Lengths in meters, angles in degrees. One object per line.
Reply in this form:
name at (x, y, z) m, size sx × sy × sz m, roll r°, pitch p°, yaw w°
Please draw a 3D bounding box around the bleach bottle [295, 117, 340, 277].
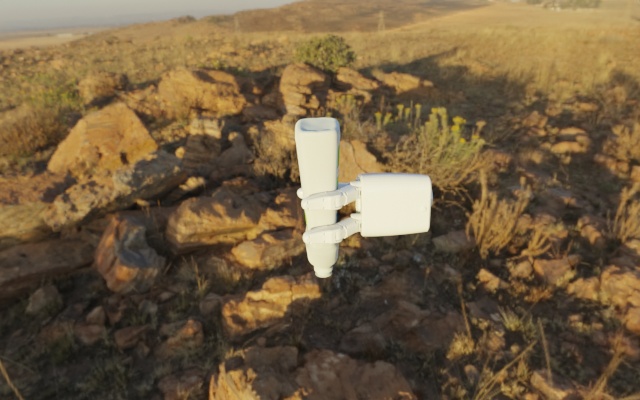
bleach bottle at (0.000, 0.002, 0.759) m, size 0.068 × 0.251 × 0.102 m, roll -2°, pitch 23°, yaw 1°
